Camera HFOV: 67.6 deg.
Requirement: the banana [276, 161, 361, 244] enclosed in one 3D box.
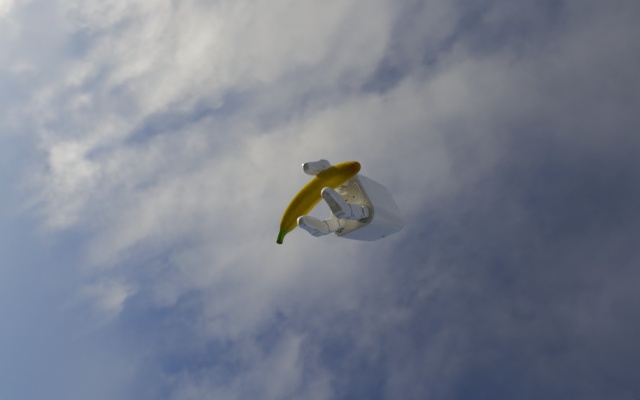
[{"bbox_3d":[-0.007,-0.007,0.809,0.037,0.198,0.069,30,24,-35],"label":"banana"}]
